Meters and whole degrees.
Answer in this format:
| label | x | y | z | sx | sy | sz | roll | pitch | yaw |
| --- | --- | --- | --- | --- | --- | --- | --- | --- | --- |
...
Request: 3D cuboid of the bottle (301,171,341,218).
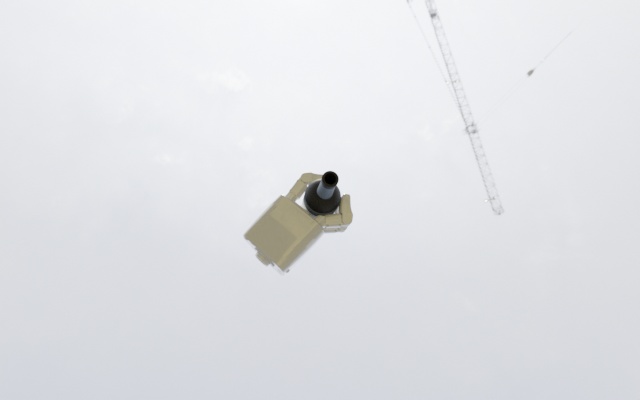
| label | x | y | z | sx | sy | sz | roll | pitch | yaw |
| --- | --- | --- | --- | --- | --- | --- | --- | --- | --- |
| bottle | 0.000 | 0.003 | 0.895 | 0.069 | 0.069 | 0.296 | 0 | -15 | -6 |
